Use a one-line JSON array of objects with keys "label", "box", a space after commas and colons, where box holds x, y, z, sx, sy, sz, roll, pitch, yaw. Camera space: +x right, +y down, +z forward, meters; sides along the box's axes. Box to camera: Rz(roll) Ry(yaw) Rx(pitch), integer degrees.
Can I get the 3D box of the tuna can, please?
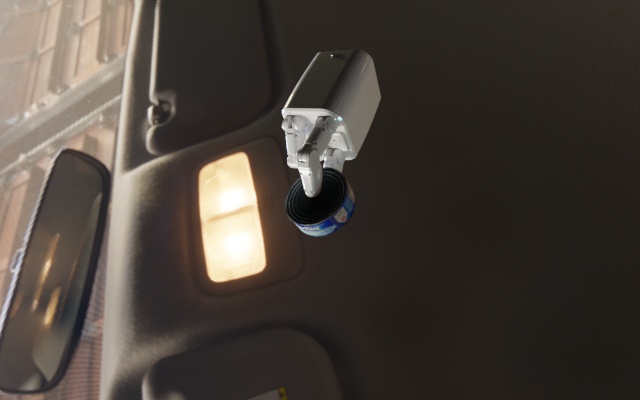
[{"label": "tuna can", "box": [0.000, 0.002, 0.602, 0.086, 0.086, 0.034, 0, -33, 31]}]
